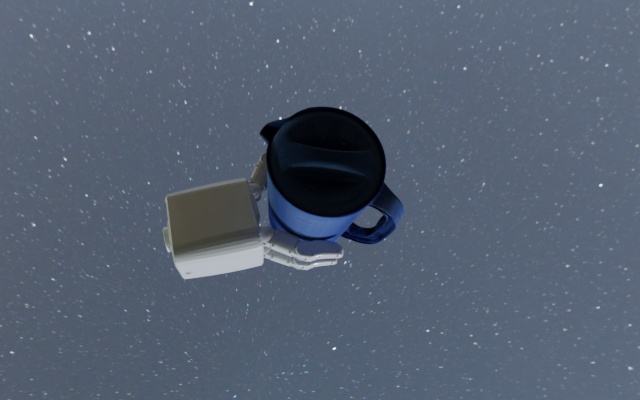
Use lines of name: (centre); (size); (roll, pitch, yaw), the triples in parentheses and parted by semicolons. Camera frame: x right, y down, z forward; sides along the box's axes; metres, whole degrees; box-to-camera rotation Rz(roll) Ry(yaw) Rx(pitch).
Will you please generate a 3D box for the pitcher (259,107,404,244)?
pitcher: (0.000, 0.002, 0.621); (0.145, 0.149, 0.243); (-12, -19, -12)
